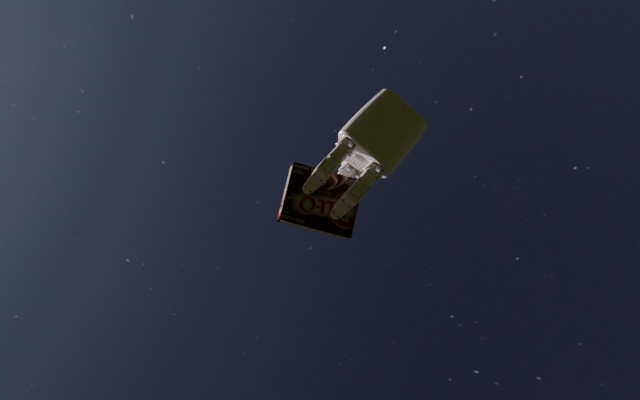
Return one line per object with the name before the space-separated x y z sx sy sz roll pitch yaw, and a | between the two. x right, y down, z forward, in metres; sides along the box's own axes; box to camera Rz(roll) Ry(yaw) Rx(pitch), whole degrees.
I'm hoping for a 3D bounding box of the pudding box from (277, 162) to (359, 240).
pudding box | 0.000 0.002 0.711 0.113 0.090 0.039 14 -14 -7
